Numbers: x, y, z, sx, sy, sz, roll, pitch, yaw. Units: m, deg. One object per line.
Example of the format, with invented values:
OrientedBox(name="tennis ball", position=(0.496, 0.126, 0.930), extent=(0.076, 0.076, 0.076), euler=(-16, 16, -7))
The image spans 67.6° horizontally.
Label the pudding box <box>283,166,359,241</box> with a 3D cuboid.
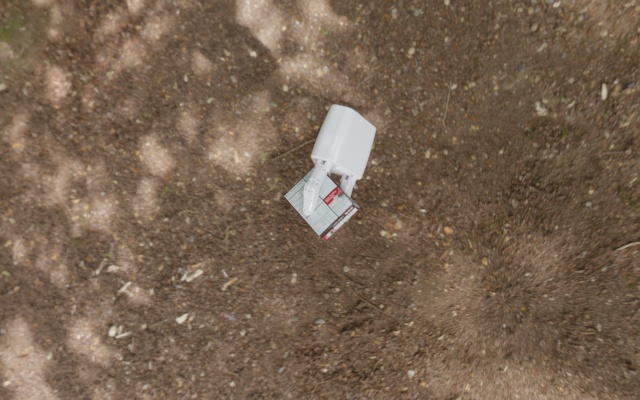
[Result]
OrientedBox(name="pudding box", position=(0.000, 0.003, 0.874), extent=(0.113, 0.090, 0.039), euler=(48, 5, 24))
